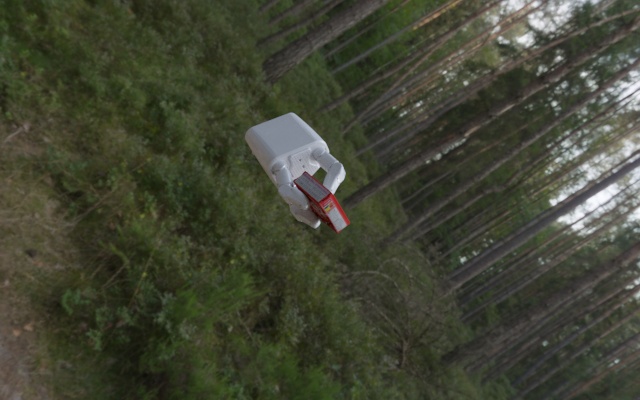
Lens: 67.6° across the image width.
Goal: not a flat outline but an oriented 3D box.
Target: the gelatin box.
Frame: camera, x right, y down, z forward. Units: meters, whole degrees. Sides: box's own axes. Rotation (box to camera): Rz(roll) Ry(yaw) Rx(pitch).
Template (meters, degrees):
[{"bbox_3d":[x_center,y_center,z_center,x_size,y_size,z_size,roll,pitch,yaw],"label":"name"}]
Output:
[{"bbox_3d":[0.001,0.002,0.756,0.030,0.073,0.089,-39,40,-9],"label":"gelatin box"}]
